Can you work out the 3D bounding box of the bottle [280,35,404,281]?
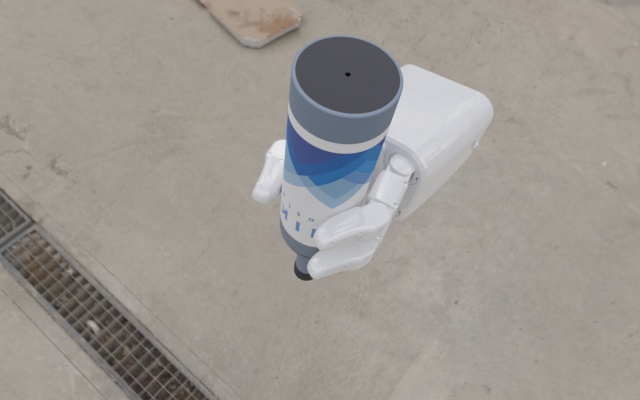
[{"bbox_3d":[0.000,0.001,0.403,0.069,0.069,0.296,0,-31,-7],"label":"bottle"}]
